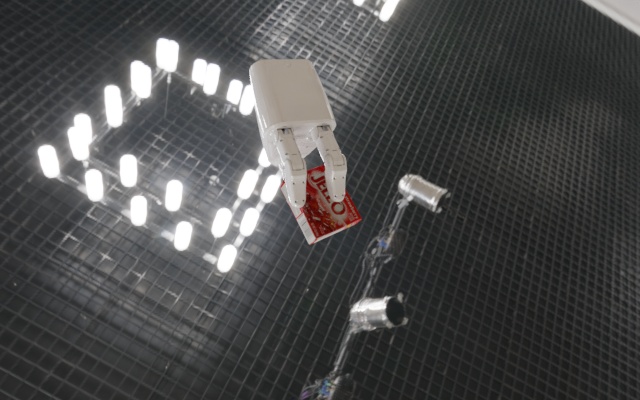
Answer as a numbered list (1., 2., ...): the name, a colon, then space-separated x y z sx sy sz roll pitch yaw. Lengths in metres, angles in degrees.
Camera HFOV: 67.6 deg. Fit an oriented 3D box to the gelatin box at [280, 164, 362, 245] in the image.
1. gelatin box: 0.000 0.003 0.620 0.073 0.089 0.030 -22 -12 -28
